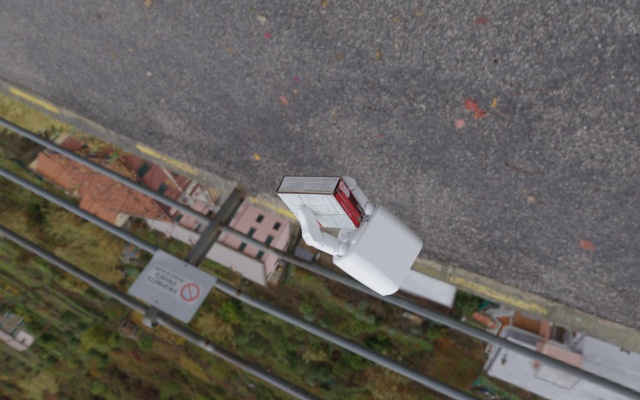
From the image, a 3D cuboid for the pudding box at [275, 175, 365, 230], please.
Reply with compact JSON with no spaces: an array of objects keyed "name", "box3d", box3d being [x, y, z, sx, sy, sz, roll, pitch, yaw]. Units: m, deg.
[{"name":"pudding box","box3d":[0.000,0.003,0.734,0.113,0.039,0.090,1,-38,35]}]
